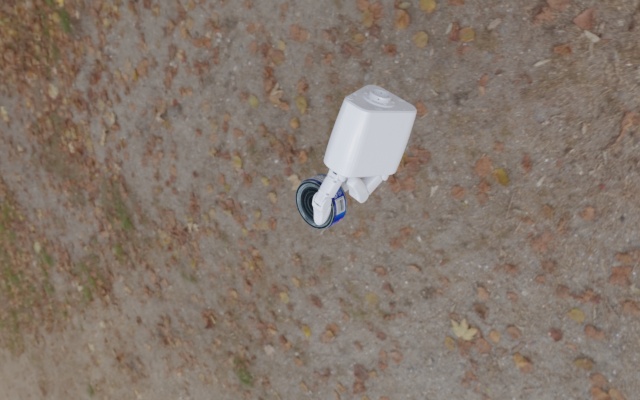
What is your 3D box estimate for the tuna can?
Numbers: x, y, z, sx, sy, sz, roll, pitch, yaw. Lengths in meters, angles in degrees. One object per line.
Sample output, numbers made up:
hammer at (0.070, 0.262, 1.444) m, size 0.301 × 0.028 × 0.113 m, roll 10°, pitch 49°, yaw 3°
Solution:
tuna can at (0.000, 0.003, 0.768) m, size 0.086 × 0.086 × 0.033 m, roll 0°, pitch 19°, yaw 44°
